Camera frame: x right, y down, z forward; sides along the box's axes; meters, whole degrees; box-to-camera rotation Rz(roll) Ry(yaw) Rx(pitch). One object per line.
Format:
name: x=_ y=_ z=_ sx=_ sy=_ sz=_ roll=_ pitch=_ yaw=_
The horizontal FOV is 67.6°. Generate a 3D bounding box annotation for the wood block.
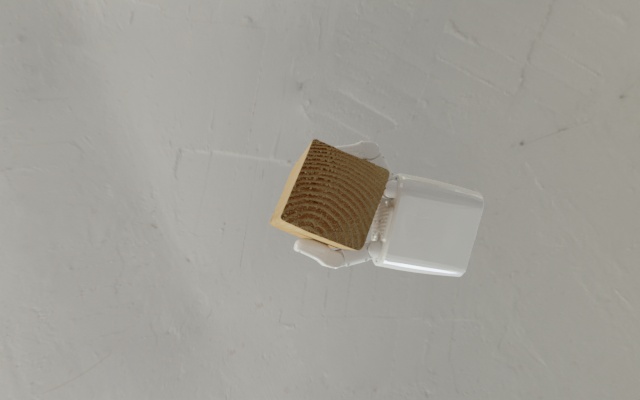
wood block: x=0.000 y=0.002 z=0.577 sx=0.090 sy=0.091 sz=0.206 roll=22 pitch=-8 yaw=-7
